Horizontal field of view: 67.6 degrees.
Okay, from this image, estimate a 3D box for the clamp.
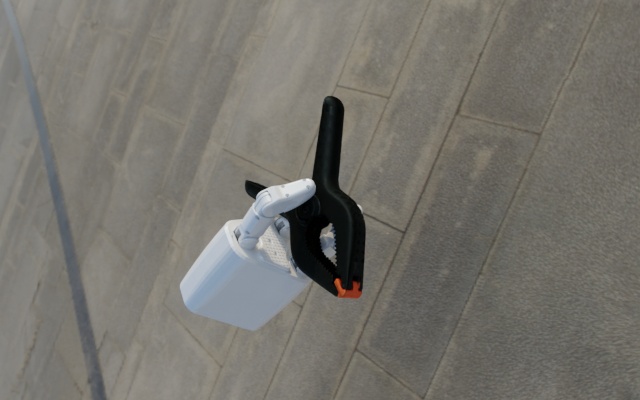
[{"bbox_3d":[0.000,0.002,0.502,0.036,0.210,0.165,13,-53,-45],"label":"clamp"}]
